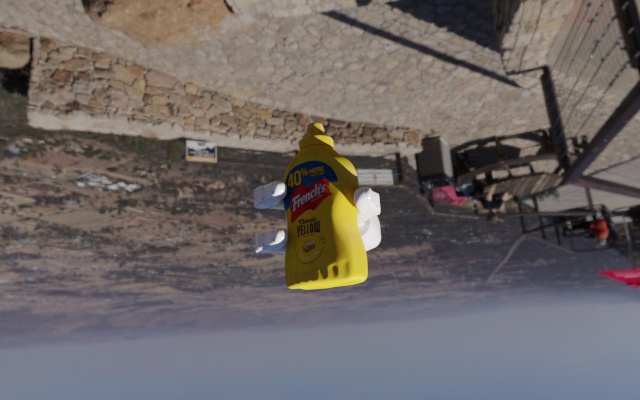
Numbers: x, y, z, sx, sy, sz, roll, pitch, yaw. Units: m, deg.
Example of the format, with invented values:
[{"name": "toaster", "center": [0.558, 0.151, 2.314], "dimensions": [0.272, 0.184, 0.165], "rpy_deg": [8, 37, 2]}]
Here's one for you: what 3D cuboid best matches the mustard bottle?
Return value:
[{"name": "mustard bottle", "center": [0.000, 0.002, 0.548], "dimensions": [0.096, 0.191, 0.058], "rpy_deg": [-16, -19, 37]}]
